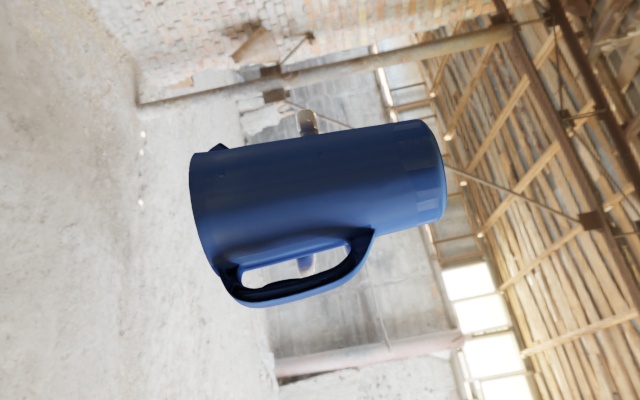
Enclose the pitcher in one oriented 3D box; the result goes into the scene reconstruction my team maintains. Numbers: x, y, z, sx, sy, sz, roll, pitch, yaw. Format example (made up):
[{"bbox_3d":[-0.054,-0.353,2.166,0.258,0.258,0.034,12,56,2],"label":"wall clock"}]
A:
[{"bbox_3d":[0.000,0.001,0.489,0.243,0.149,0.145,-12,16,1],"label":"pitcher"}]
